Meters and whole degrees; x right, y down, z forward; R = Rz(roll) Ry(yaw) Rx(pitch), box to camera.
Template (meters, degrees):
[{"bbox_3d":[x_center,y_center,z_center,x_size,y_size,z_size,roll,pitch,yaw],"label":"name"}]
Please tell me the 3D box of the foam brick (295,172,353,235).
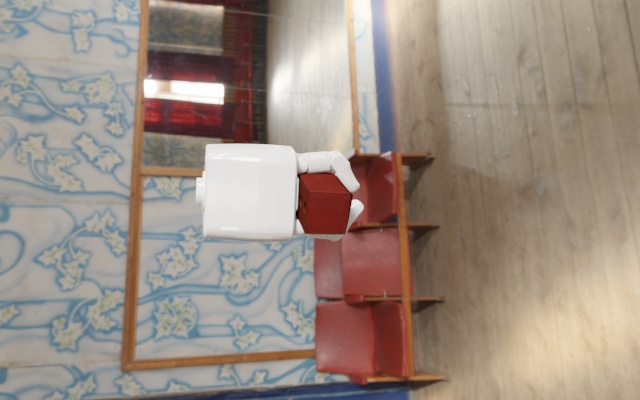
[{"bbox_3d":[0.000,0.002,0.574,0.051,0.053,0.078,2,21,-16],"label":"foam brick"}]
